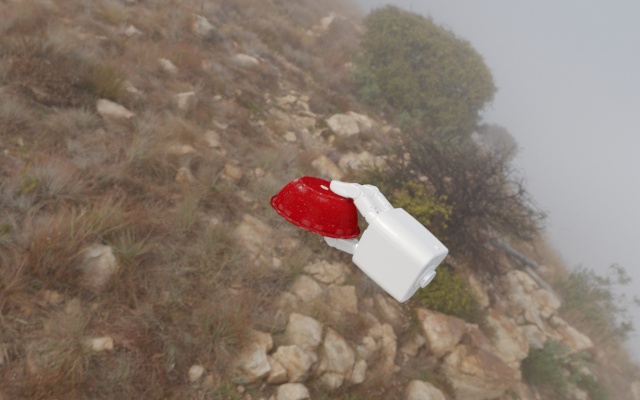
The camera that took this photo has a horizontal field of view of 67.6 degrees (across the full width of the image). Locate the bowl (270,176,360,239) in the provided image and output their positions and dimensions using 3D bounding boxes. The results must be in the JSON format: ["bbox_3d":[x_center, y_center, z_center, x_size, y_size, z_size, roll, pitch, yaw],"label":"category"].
[{"bbox_3d":[-0.001,0.002,0.798,0.162,0.055,0.162,19,17,-6],"label":"bowl"}]
